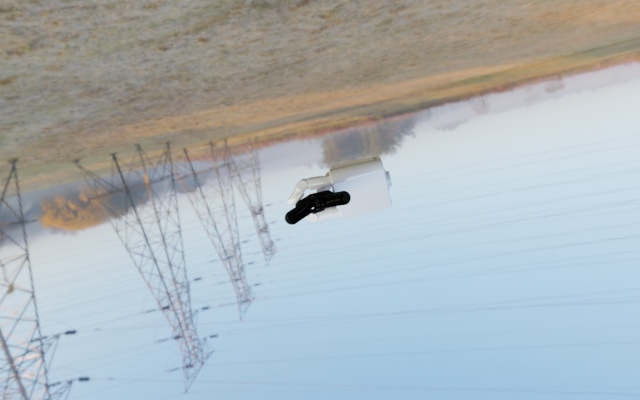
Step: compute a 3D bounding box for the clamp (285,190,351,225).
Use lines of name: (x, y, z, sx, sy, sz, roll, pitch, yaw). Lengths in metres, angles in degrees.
clamp: (0.000, 0.004, 0.897, 0.120, 0.039, 0.171, -14, 10, 6)
